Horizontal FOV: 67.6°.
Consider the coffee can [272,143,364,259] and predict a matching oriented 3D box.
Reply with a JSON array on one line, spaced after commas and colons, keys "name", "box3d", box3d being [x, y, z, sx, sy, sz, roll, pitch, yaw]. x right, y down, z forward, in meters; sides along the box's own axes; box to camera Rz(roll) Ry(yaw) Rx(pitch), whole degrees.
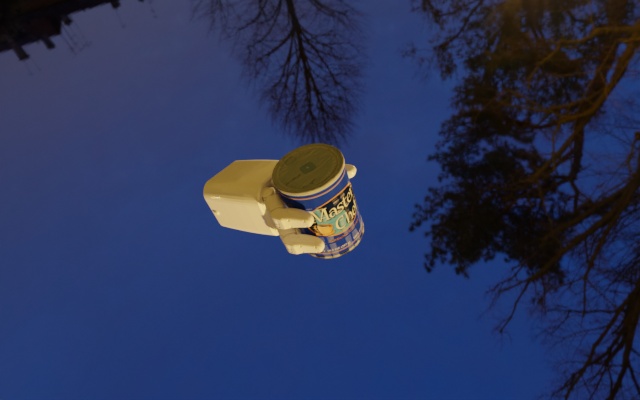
[{"name": "coffee can", "box3d": [0.000, 0.002, 0.700, 0.103, 0.102, 0.140, 0, -44, 21]}]
